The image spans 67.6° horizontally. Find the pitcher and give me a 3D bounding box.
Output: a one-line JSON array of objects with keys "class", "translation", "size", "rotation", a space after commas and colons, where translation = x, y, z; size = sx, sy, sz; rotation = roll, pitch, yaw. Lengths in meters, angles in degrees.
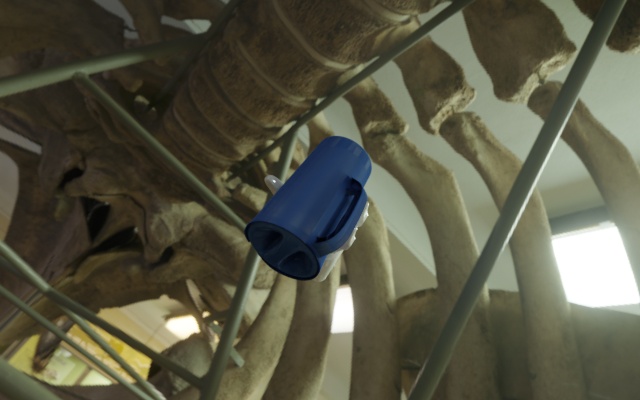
[{"class": "pitcher", "translation": [0.000, 0.003, 0.790], "size": [0.149, 0.242, 0.145], "rotation": [28, -35, 8]}]
